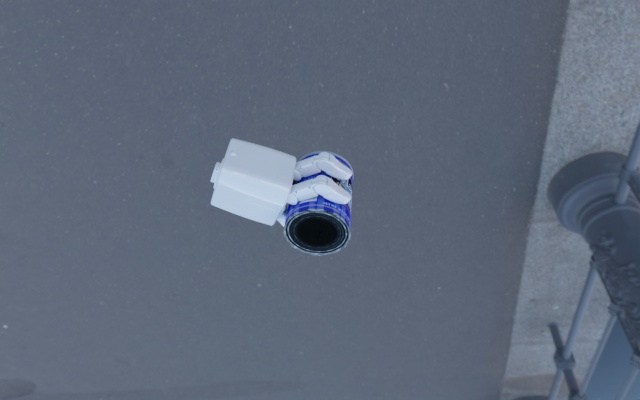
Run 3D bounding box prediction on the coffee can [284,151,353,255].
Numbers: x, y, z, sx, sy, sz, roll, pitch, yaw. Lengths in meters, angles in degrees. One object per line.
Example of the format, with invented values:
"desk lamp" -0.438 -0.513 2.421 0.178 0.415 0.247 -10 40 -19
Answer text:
"coffee can" 0.000 0.003 0.772 0.103 0.103 0.140 0 44 6
